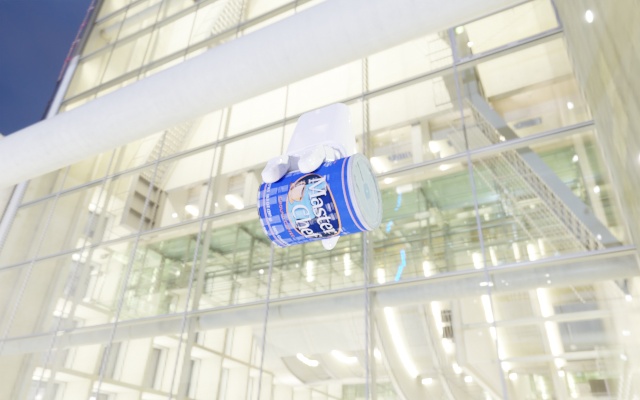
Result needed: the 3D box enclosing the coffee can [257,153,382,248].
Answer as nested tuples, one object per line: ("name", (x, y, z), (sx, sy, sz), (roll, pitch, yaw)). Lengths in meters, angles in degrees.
("coffee can", (0.000, 0.002, 0.647), (0.140, 0.103, 0.103), (-13, -6, 24))
